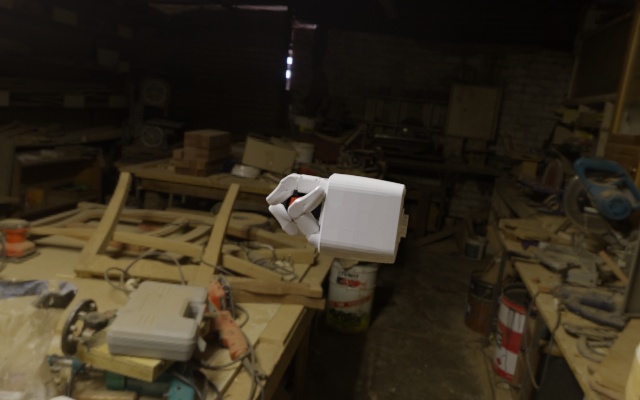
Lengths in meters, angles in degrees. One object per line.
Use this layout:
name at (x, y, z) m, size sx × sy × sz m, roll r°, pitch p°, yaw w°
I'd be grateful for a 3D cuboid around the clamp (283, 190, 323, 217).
clamp at (0.000, 0.002, 0.764) m, size 0.120 × 0.039 × 0.171 m, roll 8°, pitch 12°, yaw 11°
